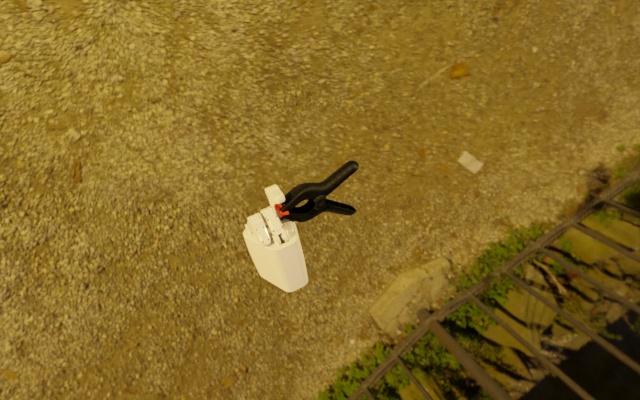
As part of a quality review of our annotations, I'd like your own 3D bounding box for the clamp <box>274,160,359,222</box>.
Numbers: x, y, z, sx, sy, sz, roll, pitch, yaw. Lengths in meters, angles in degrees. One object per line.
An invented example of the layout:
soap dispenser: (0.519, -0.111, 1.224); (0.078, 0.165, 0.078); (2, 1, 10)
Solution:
clamp: (0.000, 0.003, 0.887); (0.171, 0.120, 0.039); (-22, 36, -14)
